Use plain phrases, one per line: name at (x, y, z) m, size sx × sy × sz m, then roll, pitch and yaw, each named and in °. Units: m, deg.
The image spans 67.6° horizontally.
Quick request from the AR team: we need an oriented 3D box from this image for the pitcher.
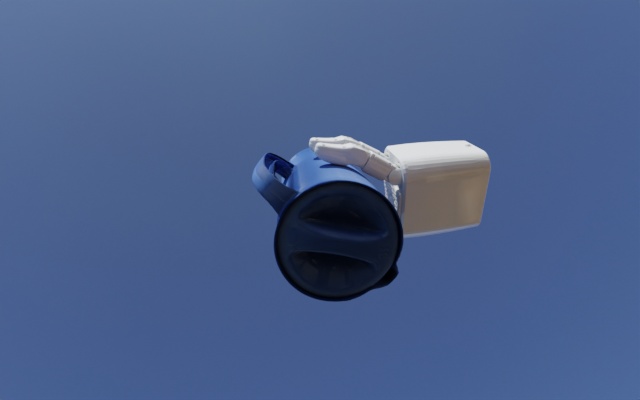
pitcher at (0.000, 0.002, 0.587) m, size 0.145 × 0.149 × 0.242 m, roll -8°, pitch 19°, yaw -4°
